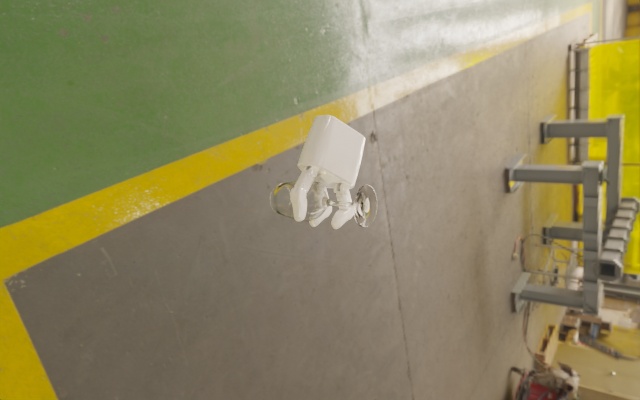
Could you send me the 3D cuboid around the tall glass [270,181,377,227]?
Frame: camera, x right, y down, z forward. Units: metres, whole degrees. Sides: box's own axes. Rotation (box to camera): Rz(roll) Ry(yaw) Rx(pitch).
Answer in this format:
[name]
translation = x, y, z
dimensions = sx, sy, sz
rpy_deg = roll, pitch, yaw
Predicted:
[tall glass]
translation = 0.001, 0.003, 0.883
dimensions = 0.201, 0.079, 0.079
rpy_deg = 4, 3, 37
